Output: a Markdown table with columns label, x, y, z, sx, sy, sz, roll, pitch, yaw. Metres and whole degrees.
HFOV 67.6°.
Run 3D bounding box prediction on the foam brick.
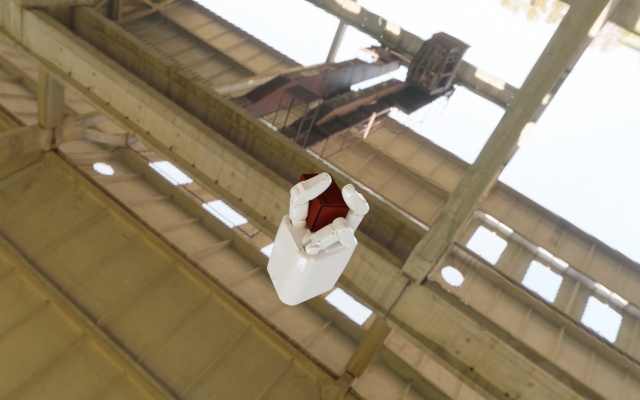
| label | x | y | z | sx | sy | sz | roll | pitch | yaw |
| --- | --- | --- | --- | --- | --- | --- | --- | --- | --- |
| foam brick | 0.000 | 0.002 | 0.717 | 0.053 | 0.051 | 0.078 | 0 | 40 | -29 |
